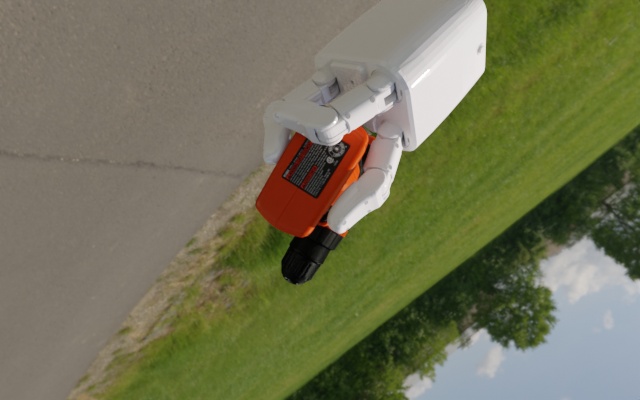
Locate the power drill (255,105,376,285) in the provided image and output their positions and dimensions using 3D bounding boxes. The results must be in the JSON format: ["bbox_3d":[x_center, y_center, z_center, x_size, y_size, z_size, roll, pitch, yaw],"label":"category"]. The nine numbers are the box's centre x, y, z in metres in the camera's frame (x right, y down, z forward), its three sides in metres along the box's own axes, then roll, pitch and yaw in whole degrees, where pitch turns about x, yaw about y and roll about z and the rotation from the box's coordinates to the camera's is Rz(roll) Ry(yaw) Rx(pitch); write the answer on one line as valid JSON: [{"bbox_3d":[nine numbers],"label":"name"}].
[{"bbox_3d":[0.000,0.001,0.461,0.057,0.184,0.188,30,-1,12],"label":"power drill"}]
